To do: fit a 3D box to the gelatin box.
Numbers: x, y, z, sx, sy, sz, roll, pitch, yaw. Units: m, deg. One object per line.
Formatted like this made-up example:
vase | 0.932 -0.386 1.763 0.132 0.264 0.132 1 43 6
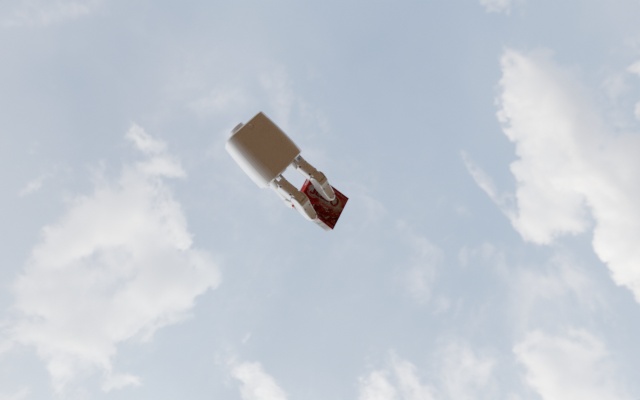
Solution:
gelatin box | 0.000 0.003 0.890 0.089 0.073 0.030 37 -26 -18
